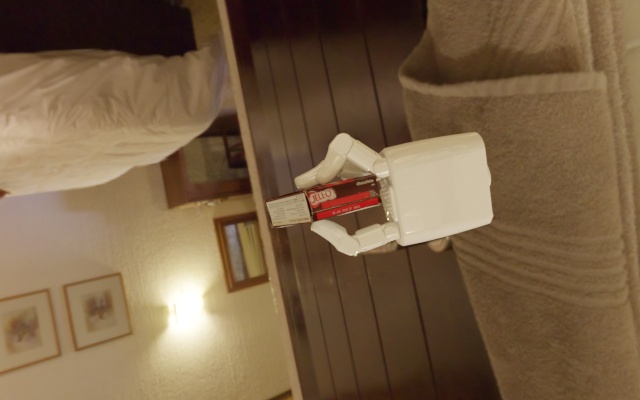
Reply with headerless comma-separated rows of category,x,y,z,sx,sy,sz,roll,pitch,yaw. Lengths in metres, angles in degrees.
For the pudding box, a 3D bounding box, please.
pudding box,0.000,0.002,0.538,0.090,0.039,0.113,-13,-1,-29
